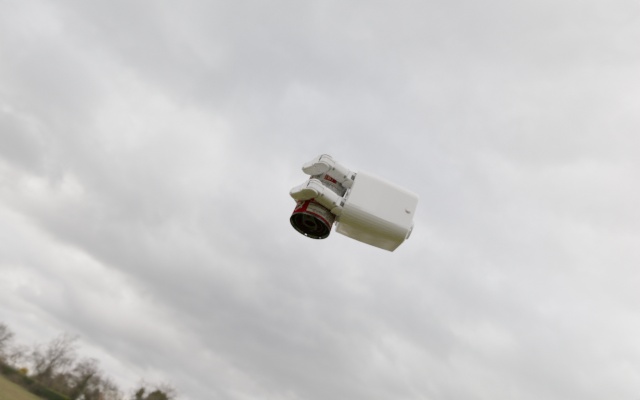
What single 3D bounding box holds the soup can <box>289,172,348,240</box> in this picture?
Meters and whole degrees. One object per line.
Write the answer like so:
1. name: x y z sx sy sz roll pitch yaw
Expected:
1. soup can: 0.000 0.002 0.772 0.068 0.102 0.069 17 -34 11
